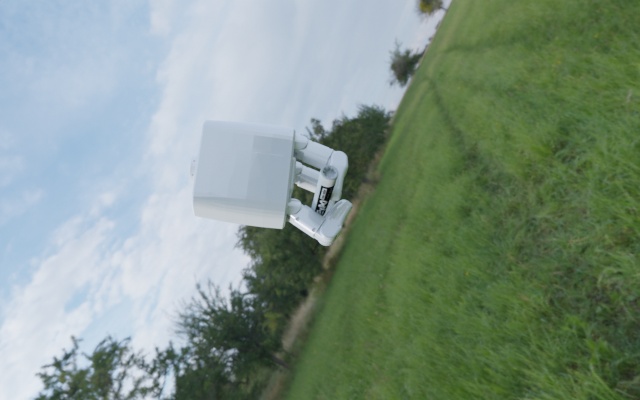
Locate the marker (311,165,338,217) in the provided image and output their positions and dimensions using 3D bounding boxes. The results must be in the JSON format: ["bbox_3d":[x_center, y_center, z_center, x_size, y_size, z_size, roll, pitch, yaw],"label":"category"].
[{"bbox_3d":[0.000,0.002,0.539,0.020,0.020,0.121,0,-31,-10],"label":"marker"}]
